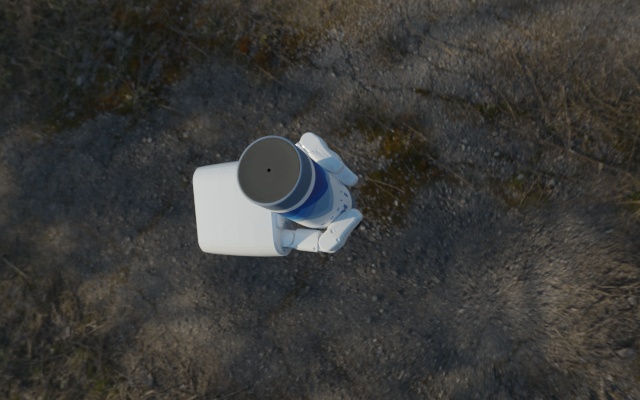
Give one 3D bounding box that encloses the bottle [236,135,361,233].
[{"bbox_3d":[0.000,0.002,0.568,0.069,0.069,0.296,0,-12,19],"label":"bottle"}]
